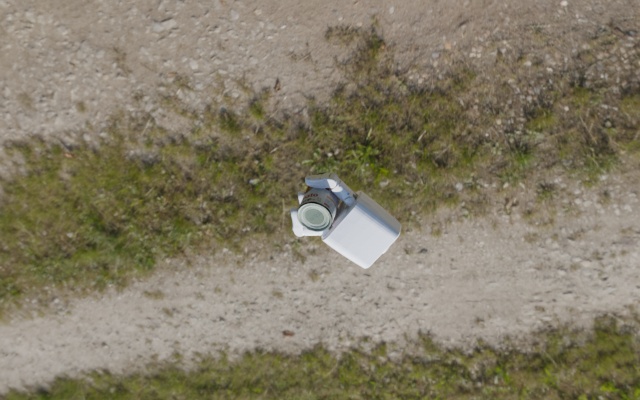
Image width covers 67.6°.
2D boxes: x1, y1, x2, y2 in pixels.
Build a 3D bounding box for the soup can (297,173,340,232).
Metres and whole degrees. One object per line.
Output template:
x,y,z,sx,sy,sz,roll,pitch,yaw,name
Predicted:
0.000,0.003,0.893,0.068,0.068,0.102,0,35,16,soup can
